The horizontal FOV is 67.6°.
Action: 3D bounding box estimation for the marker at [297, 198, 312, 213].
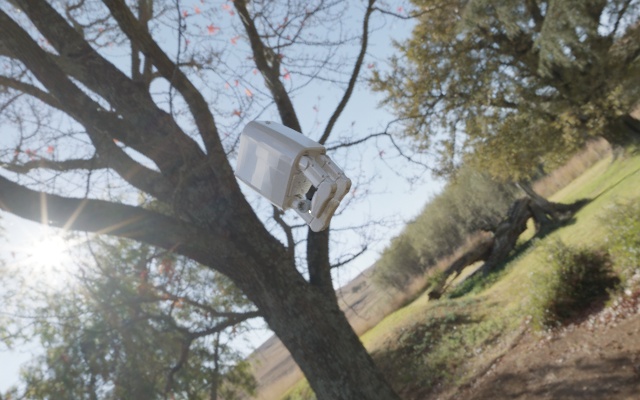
[{"bbox_3d":[0.000,0.002,0.745,0.020,0.020,0.121,0,6,26],"label":"marker"}]
